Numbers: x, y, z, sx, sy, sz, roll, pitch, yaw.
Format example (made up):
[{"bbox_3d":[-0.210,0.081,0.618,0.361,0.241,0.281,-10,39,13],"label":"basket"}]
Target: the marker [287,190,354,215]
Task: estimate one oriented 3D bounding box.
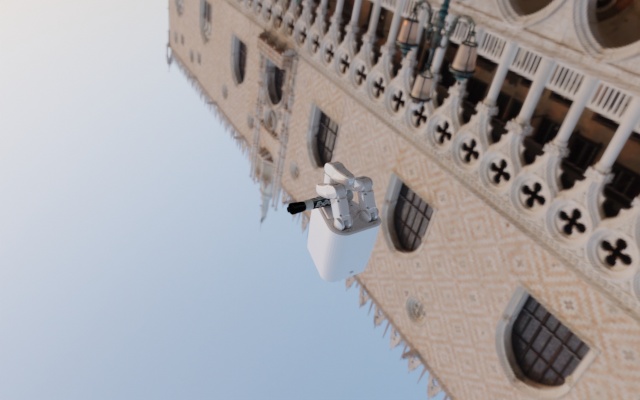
[{"bbox_3d":[0.000,0.002,0.757,0.121,0.020,0.020,-14,7,-33],"label":"marker"}]
